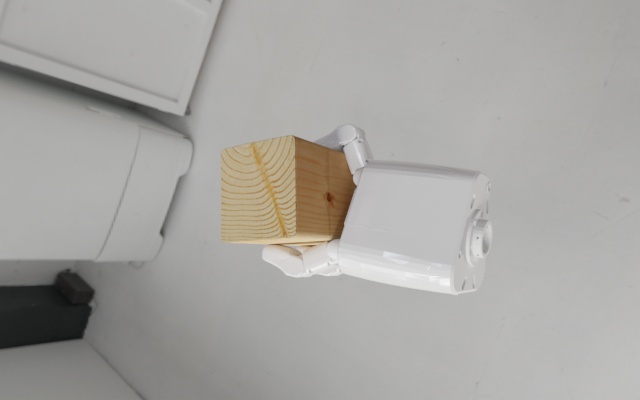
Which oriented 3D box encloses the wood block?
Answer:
[{"bbox_3d":[0.000,0.001,0.508,0.090,0.091,0.206,-7,-10,33],"label":"wood block"}]
